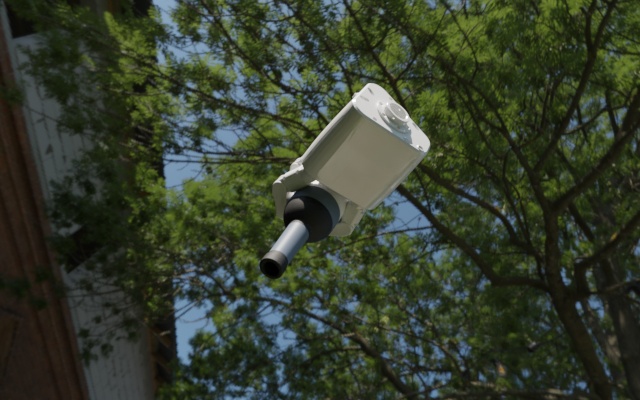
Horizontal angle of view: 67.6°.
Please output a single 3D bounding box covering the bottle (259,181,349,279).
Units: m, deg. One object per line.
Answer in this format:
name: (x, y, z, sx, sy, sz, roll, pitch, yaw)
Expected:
bottle: (0.000, 0.002, 0.621, 0.069, 0.069, 0.295, 0, 29, 24)
